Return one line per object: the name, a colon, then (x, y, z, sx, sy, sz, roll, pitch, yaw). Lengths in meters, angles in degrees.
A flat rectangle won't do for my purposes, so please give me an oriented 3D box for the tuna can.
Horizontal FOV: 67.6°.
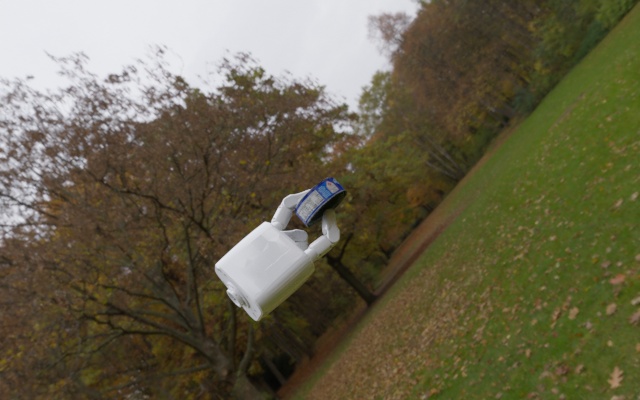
tuna can: (0.000, 0.002, 0.767, 0.086, 0.033, 0.086, -40, -13, -11)
